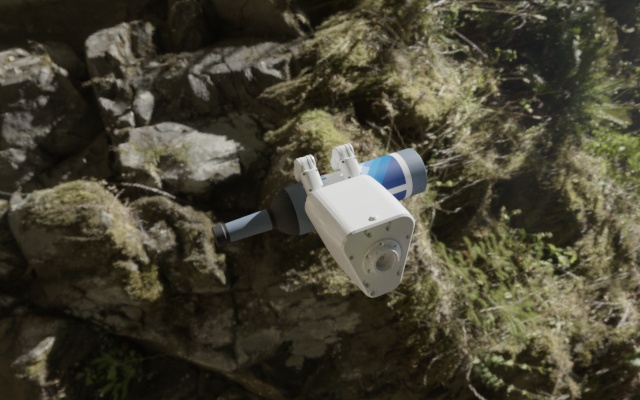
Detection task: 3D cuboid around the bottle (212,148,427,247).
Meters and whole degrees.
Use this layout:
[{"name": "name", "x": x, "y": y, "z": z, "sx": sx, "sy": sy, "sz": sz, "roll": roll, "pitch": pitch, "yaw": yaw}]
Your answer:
[{"name": "bottle", "x": 0.000, "y": 0.002, "z": 0.646, "sx": 0.295, "sy": 0.069, "sz": 0.069, "roll": -18, "pitch": 5, "yaw": -15}]
